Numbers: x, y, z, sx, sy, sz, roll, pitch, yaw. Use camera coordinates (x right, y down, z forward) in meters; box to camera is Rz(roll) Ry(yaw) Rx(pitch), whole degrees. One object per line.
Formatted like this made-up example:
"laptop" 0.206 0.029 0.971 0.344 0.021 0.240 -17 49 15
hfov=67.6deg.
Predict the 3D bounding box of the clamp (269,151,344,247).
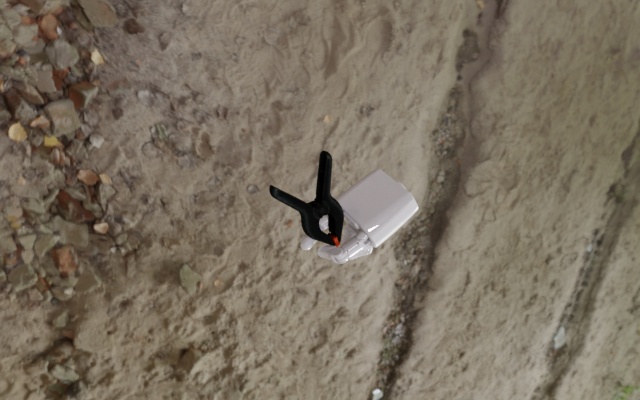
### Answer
"clamp" 0.000 0.003 0.814 0.120 0.171 0.039 -39 34 -7
